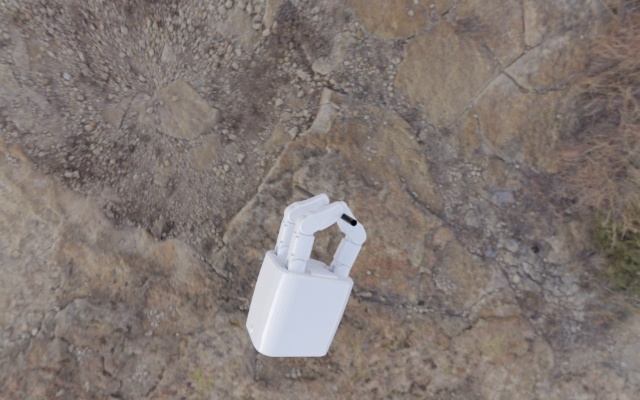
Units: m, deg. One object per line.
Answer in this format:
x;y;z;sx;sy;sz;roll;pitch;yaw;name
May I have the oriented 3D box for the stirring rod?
0.000;0.002;0.650;0.011;0.011;0.239;0;11;-19;stirring rod
